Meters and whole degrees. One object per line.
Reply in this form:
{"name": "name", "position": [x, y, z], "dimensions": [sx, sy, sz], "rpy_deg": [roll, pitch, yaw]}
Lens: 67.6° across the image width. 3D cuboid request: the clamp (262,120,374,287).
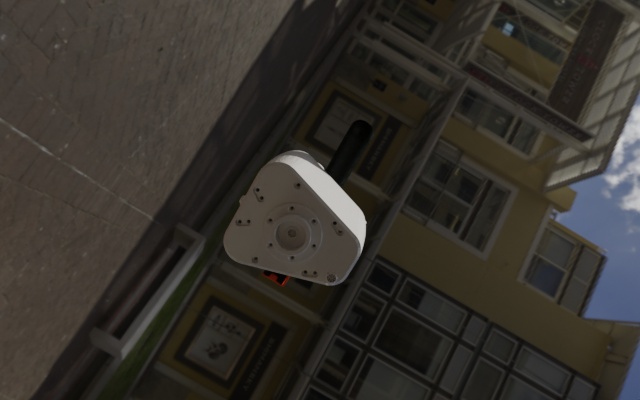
{"name": "clamp", "position": [0.000, 0.003, 0.556], "dimensions": [0.036, 0.210, 0.164], "rpy_deg": [31, 10, 2]}
